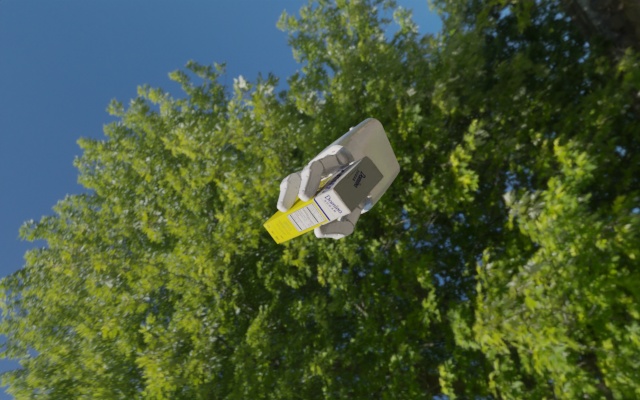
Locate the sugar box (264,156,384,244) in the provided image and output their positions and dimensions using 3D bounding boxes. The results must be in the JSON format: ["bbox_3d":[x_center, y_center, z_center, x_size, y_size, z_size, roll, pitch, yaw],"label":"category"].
[{"bbox_3d":[0.000,0.002,0.686,0.176,0.048,0.093,-31,11,49],"label":"sugar box"}]
